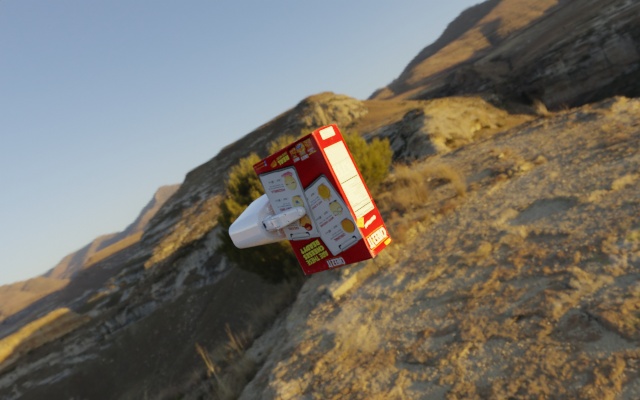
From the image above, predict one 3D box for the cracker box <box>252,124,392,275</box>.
[{"bbox_3d":[0.000,0.002,0.791,0.164,0.214,0.072,-22,6,45],"label":"cracker box"}]
